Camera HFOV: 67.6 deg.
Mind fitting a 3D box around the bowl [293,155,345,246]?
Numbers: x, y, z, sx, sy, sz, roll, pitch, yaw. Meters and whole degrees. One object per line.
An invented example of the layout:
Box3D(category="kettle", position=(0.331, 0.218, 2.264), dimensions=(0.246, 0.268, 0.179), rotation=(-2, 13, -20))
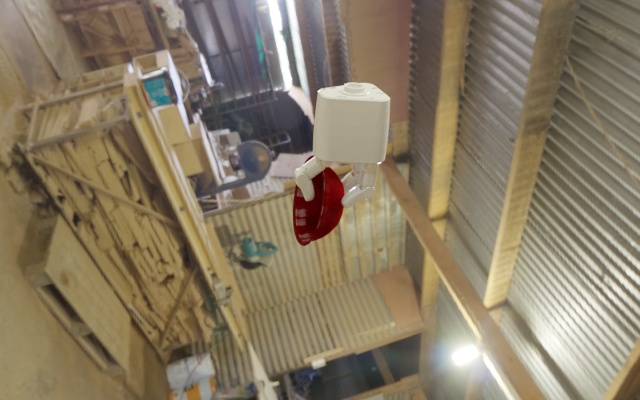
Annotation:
Box3D(category="bowl", position=(0.000, 0.004, 0.853), dimensions=(0.055, 0.162, 0.162), rotation=(7, -3, -21))
